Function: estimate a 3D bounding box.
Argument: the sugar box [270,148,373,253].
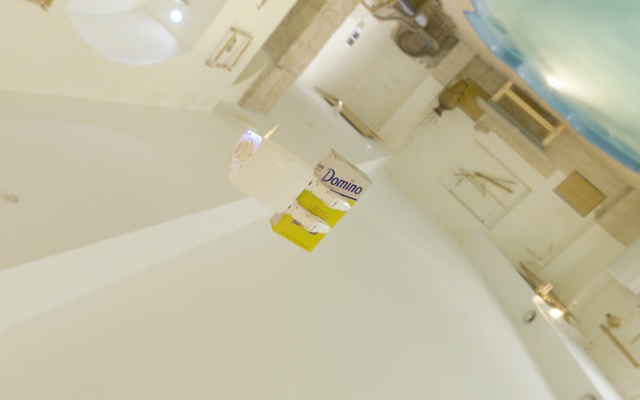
[{"bbox_3d":[0.000,0.003,0.855,0.093,0.176,0.048,33,19,-28],"label":"sugar box"}]
